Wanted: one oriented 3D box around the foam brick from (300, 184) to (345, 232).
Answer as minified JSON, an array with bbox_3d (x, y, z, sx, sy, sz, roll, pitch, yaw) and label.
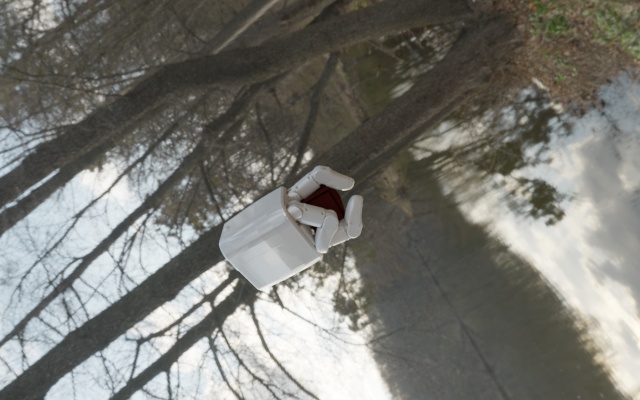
[{"bbox_3d":[0.000,0.002,0.707,0.051,0.053,0.078,-32,20,8],"label":"foam brick"}]
